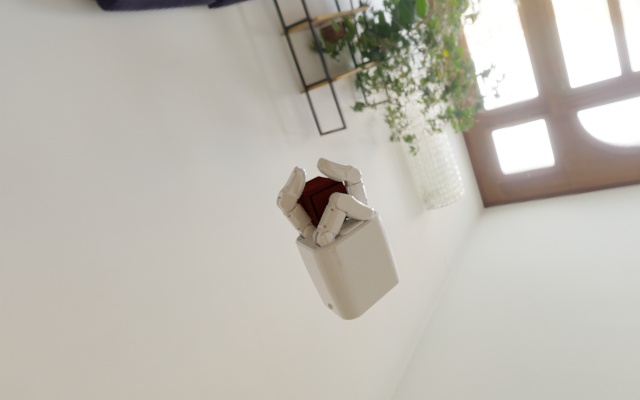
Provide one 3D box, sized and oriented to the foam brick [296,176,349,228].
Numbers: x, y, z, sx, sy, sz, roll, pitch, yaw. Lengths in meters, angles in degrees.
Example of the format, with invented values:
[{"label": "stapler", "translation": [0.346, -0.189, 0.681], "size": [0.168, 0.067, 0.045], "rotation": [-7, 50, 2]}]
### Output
[{"label": "foam brick", "translation": [0.000, 0.002, 0.647], "size": [0.053, 0.051, 0.078], "rotation": [-27, 16, -18]}]
